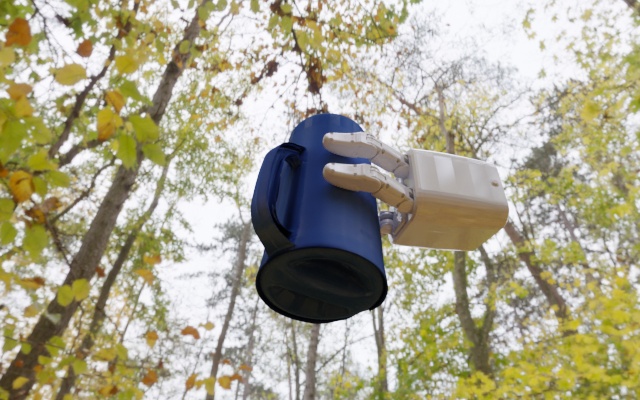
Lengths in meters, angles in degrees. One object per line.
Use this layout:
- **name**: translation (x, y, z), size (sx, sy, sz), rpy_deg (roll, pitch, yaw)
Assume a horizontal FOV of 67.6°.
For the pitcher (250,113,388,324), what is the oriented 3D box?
- **pitcher**: translation (0.000, 0.002, 0.550), size (0.145, 0.242, 0.149), rpy_deg (7, -45, -4)
